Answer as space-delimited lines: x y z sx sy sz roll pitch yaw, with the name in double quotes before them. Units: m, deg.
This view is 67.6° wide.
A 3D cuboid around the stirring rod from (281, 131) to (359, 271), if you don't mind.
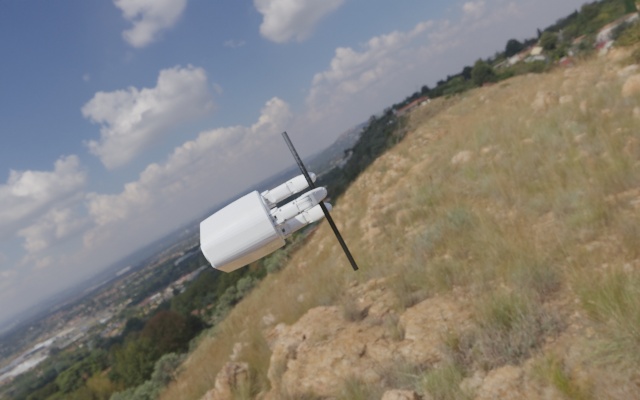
"stirring rod" 0.000 0.003 0.736 0.011 0.239 0.011 -28 5 3
